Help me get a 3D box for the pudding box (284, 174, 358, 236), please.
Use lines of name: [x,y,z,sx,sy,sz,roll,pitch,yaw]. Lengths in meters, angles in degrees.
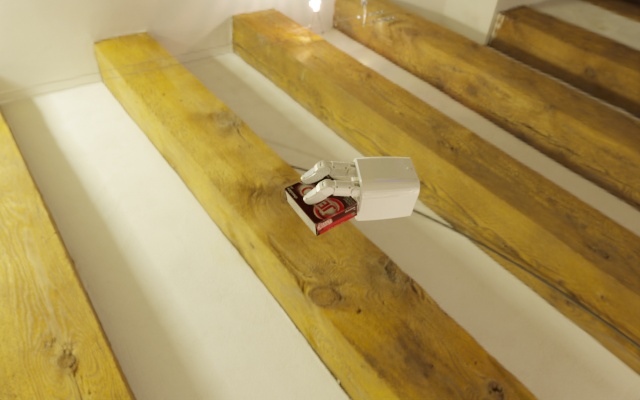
pudding box: [0.000,0.003,0.872,0.090,0.039,0.113,-26,47,-22]
